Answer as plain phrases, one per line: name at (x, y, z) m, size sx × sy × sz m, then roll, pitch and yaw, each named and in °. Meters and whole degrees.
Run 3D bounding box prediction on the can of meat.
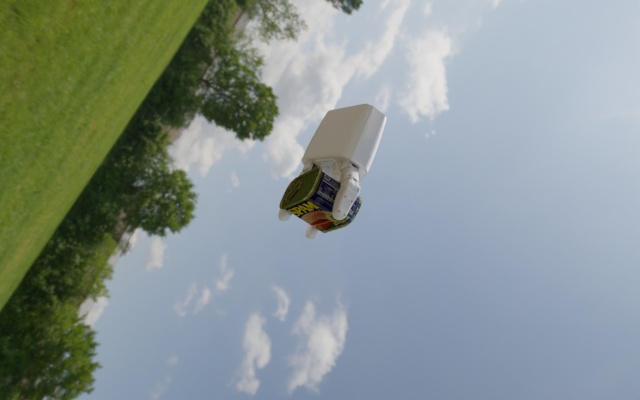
can of meat at (0.000, 0.003, 0.720) m, size 0.084 × 0.057 × 0.102 m, roll 33°, pitch -27°, yaw -21°
